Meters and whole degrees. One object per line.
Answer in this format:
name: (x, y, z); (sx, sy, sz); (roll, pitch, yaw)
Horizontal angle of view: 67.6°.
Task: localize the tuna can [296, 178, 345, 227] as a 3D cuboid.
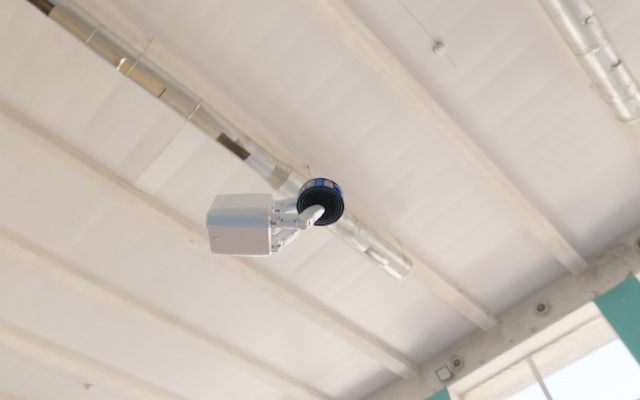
tuna can: (0.000, 0.002, 0.853); (0.086, 0.086, 0.033); (0, 34, 1)
